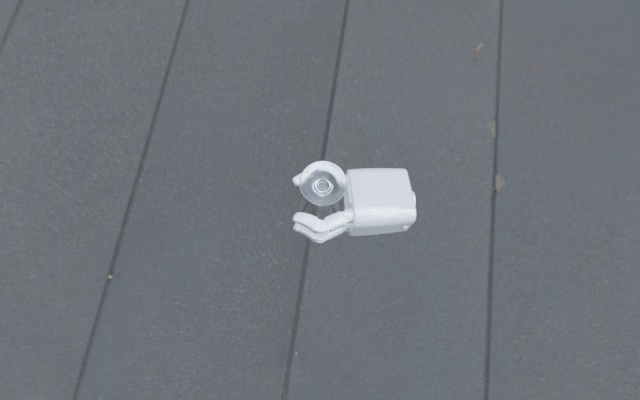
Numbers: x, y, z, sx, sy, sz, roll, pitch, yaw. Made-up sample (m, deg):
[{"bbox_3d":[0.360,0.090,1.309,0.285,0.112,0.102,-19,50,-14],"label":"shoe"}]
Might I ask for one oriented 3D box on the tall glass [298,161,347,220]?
[{"bbox_3d":[0.000,0.002,0.835,0.079,0.079,0.201,0,-18,-3],"label":"tall glass"}]
